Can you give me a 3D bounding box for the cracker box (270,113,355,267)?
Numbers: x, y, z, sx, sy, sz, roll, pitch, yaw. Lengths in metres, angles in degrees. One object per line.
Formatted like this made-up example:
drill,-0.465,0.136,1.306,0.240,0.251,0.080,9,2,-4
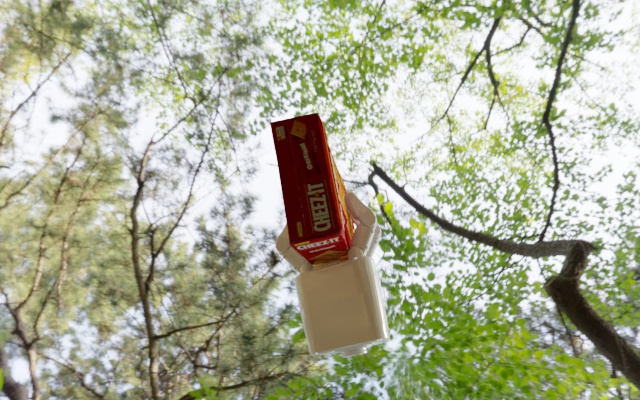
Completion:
cracker box,0.000,0.002,0.666,0.072,0.164,0.214,-13,-20,5
